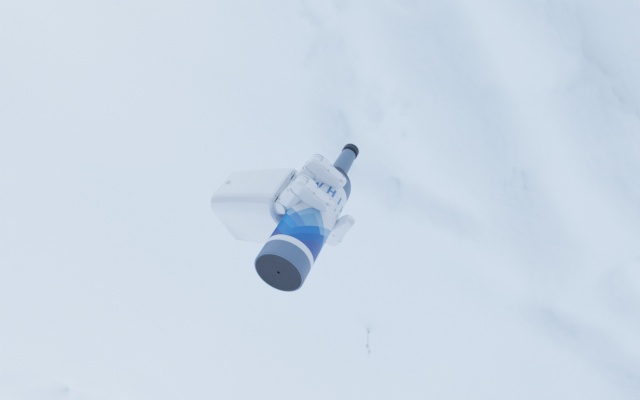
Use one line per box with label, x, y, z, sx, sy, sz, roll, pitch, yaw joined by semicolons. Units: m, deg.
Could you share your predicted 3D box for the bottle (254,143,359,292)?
bottle;0.000;0.002;0.689;0.069;0.069;0.295;0;36;26
